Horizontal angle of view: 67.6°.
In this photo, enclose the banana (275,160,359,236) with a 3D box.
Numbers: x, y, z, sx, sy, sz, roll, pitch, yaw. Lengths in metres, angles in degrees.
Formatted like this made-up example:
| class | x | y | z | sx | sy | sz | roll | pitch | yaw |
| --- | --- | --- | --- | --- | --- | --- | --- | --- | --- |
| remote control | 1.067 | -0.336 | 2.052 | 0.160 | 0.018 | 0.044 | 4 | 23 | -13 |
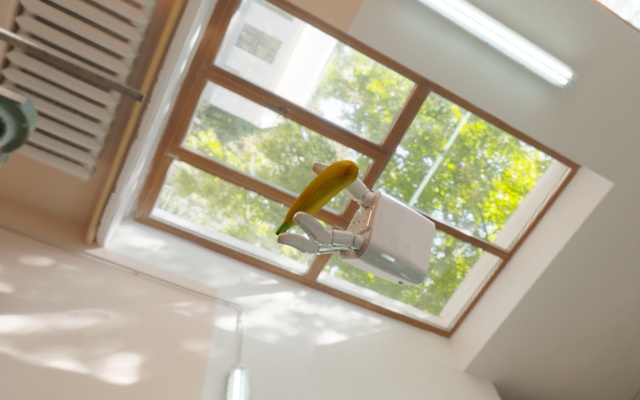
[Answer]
| class | x | y | z | sx | sy | sz | roll | pitch | yaw |
| --- | --- | --- | --- | --- | --- | --- | --- | --- | --- |
| banana | 0.003 | -0.010 | 0.655 | 0.037 | 0.069 | 0.198 | 32 | -41 | -13 |
